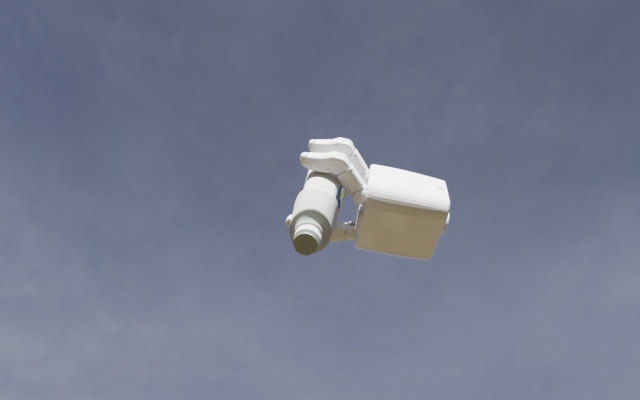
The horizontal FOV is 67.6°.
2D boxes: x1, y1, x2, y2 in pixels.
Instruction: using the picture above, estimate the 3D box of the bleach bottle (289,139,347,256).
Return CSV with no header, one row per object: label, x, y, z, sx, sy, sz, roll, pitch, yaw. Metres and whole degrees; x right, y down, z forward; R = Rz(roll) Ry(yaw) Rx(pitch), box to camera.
bleach bottle,0.000,0.002,0.640,0.068,0.103,0.250,12,27,3
